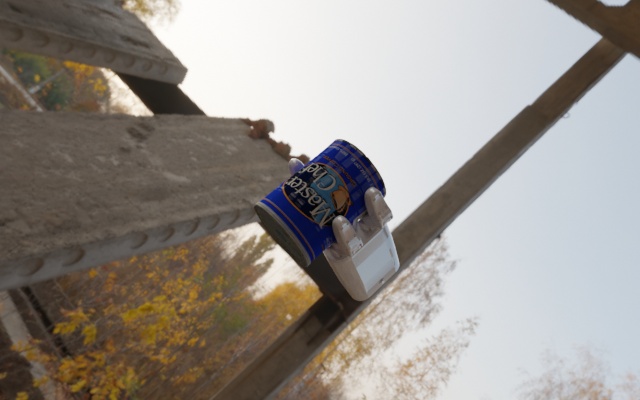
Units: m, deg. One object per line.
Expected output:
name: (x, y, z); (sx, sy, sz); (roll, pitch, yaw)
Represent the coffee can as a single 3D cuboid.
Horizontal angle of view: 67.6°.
coffee can: (0.000, 0.002, 0.620); (0.140, 0.103, 0.103); (-40, 12, -15)
